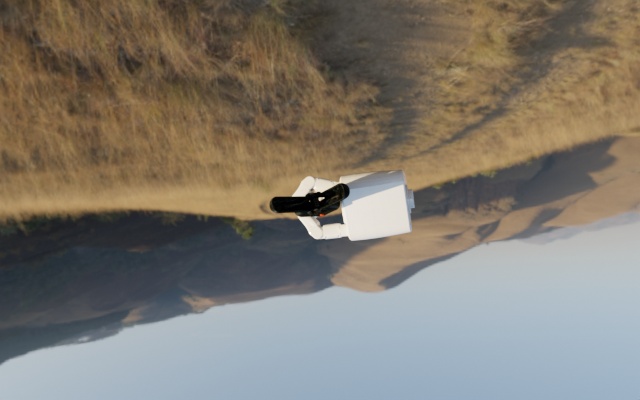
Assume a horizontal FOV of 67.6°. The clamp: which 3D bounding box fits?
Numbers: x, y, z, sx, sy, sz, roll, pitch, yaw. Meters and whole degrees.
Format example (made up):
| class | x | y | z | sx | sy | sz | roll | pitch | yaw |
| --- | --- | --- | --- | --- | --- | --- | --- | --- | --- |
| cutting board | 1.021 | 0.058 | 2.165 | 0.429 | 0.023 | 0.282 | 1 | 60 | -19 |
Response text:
| class | x | y | z | sx | sy | sz | roll | pitch | yaw |
| --- | --- | --- | --- | --- | --- | --- | --- | --- | --- |
| clamp | 0.000 | 0.003 | 0.768 | 0.120 | 0.039 | 0.171 | -7 | -5 | 14 |
